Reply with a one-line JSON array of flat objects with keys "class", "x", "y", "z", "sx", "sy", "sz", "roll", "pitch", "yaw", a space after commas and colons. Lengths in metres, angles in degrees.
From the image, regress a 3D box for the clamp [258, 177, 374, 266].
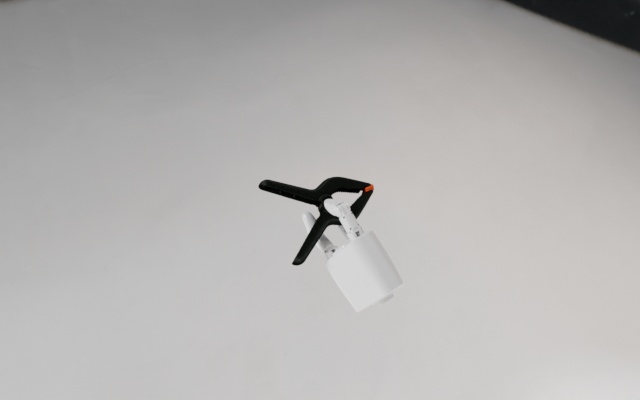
[{"class": "clamp", "x": 0.001, "y": 0.003, "z": 0.871, "sx": 0.210, "sy": 0.164, "sz": 0.036, "roll": -27, "pitch": -10, "yaw": -23}]
